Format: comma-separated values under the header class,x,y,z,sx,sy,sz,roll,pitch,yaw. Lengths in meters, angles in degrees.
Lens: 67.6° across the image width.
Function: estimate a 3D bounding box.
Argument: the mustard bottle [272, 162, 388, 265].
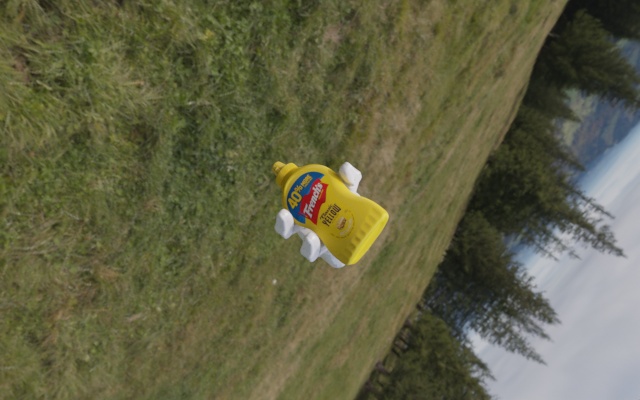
class,x,y,z,sx,sy,sz,roll,pitch,yaw
mustard bottle,0.000,0.002,0.711,0.191,0.096,0.058,39,13,20
